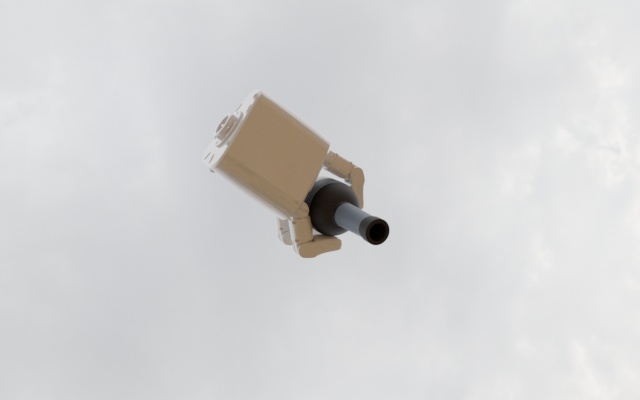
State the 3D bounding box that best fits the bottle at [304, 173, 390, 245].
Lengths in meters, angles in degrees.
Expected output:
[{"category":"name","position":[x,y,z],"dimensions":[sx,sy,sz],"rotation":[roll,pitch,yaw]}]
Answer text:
[{"category":"bottle","position":[0.000,0.002,0.602],"dimensions":[0.069,0.069,0.295],"rotation":[0,12,-23]}]
